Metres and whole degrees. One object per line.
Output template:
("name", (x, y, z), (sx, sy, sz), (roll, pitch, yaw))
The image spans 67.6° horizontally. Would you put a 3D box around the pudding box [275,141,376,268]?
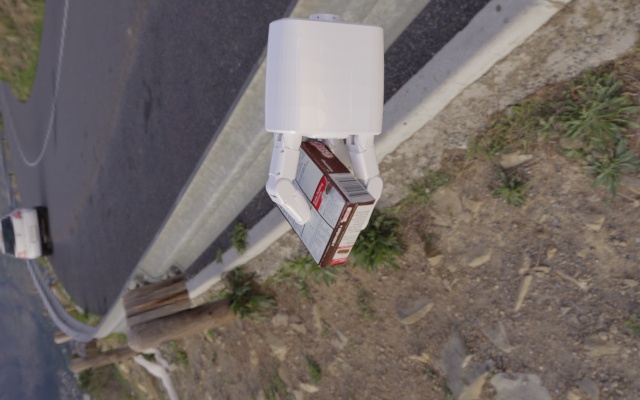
("pudding box", (0.000, 0.002, 0.516), (0.039, 0.090, 0.113), (-3, 40, -34))
